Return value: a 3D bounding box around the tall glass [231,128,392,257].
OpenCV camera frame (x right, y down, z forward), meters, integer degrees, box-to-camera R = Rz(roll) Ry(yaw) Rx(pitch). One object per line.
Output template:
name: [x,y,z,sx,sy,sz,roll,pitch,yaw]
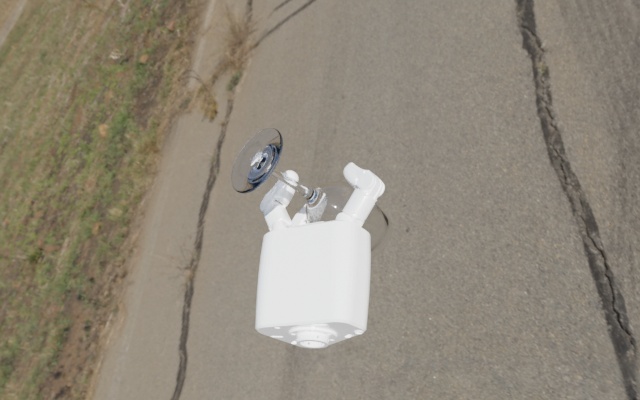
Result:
tall glass: [0.000,0.001,0.541,0.079,0.079,0.201,0,-25,46]
